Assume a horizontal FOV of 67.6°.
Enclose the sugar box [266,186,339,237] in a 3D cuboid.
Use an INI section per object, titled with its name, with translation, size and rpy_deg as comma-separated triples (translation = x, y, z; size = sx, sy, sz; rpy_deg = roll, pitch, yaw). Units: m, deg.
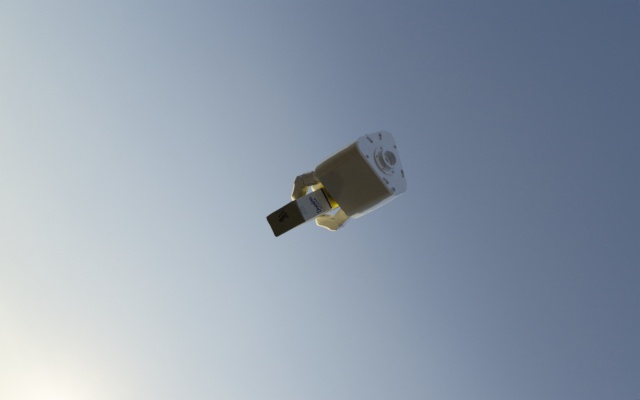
[sugar box]
translation = 0.000, 0.002, 0.828
size = 0.176, 0.048, 0.093
rpy_deg = -22, -5, -42
